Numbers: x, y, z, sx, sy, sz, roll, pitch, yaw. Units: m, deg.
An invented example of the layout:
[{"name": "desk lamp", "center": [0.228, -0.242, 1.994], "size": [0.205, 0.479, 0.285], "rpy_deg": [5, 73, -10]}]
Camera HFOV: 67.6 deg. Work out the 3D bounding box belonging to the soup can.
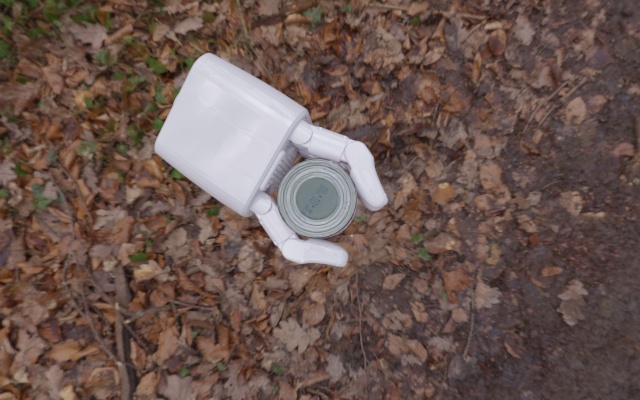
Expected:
[{"name": "soup can", "center": [0.000, 0.002, 0.437], "size": [0.068, 0.068, 0.102], "rpy_deg": [0, -4, 4]}]
